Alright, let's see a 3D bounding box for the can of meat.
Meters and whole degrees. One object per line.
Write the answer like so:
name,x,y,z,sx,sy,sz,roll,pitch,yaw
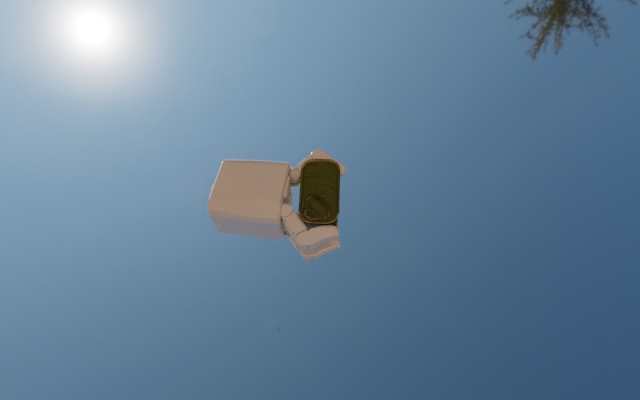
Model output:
can of meat,0.000,0.002,0.715,0.057,0.102,0.084,1,-25,2
